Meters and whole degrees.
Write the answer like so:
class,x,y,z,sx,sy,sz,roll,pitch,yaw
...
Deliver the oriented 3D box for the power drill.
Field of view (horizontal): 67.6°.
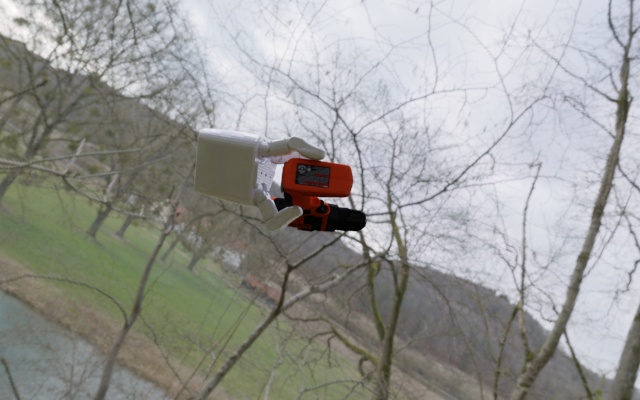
class,x,y,z,sx,sy,sz,roll,pitch,yaw
power drill,0.000,0.002,0.783,0.184,0.057,0.188,5,-24,-6
